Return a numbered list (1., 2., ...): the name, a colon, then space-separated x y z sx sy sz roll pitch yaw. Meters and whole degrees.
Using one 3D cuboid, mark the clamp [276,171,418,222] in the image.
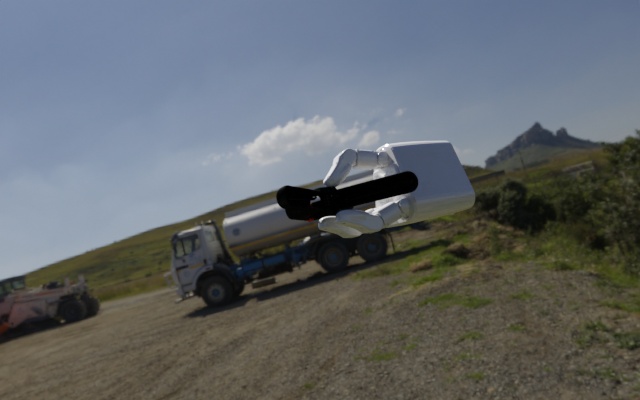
1. clamp: 0.000 0.001 0.602 0.164 0.036 0.210 -5 -8 -24
